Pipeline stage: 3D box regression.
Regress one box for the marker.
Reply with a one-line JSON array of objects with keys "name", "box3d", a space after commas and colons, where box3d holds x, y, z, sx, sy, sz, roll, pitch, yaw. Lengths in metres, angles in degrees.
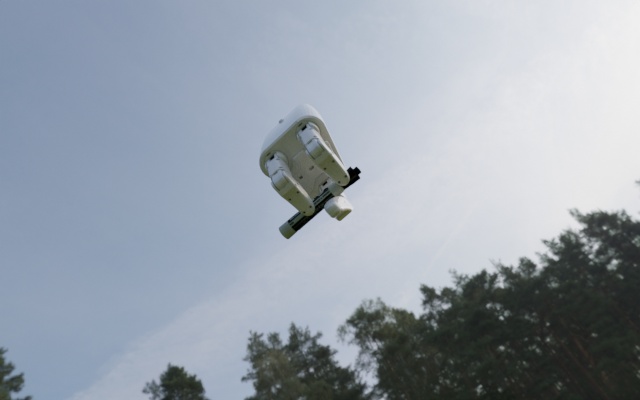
[{"name": "marker", "box3d": [0.000, 0.002, 0.571, 0.121, 0.020, 0.020, -41, -9, 10]}]
